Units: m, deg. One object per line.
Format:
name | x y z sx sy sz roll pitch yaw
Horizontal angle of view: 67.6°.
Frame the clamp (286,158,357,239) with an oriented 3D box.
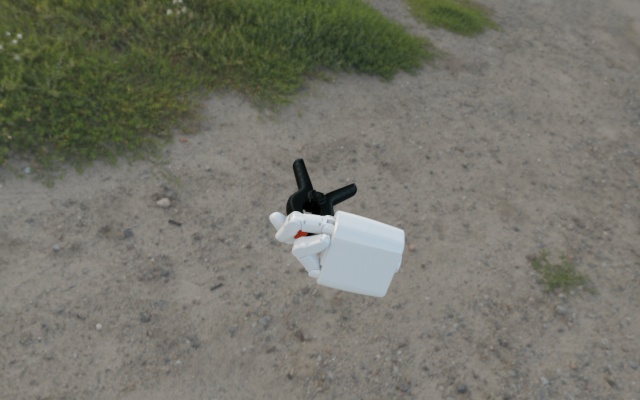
clamp | 0.000 0.002 0.785 0.120 0.171 0.039 15 -46 -4
